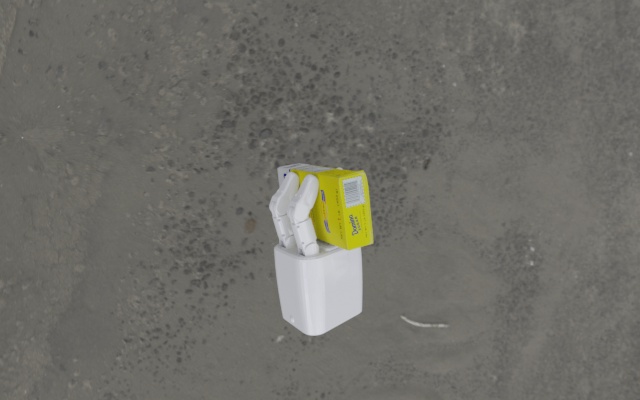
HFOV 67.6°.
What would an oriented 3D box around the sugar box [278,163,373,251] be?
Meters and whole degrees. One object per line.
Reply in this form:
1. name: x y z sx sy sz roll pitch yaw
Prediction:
1. sugar box: 0.000 0.002 0.642 0.048 0.093 0.176 -13 13 -30
